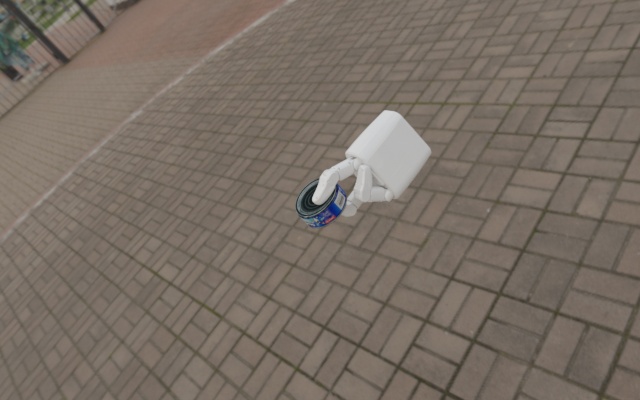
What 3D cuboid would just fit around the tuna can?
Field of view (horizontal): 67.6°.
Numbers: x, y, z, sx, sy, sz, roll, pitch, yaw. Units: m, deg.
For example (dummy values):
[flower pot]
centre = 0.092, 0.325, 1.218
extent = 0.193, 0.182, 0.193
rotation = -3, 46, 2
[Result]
[tuna can]
centre = 0.000, 0.002, 0.802
extent = 0.086, 0.086, 0.034
rotation = 0, -35, 42
